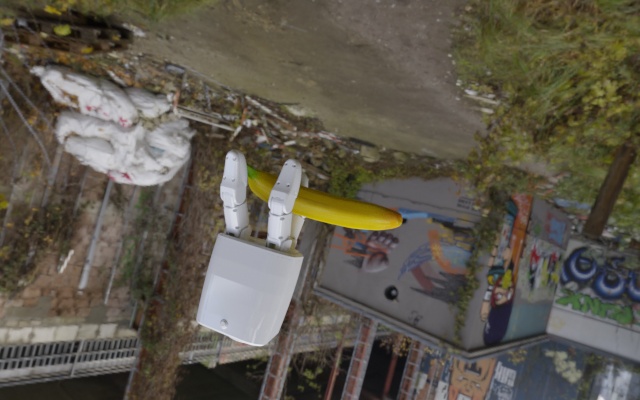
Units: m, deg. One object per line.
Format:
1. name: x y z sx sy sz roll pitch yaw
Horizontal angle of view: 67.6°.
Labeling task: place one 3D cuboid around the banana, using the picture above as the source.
1. banana: -0.003 0.003 0.567 0.198 0.037 0.069 17 -8 2
